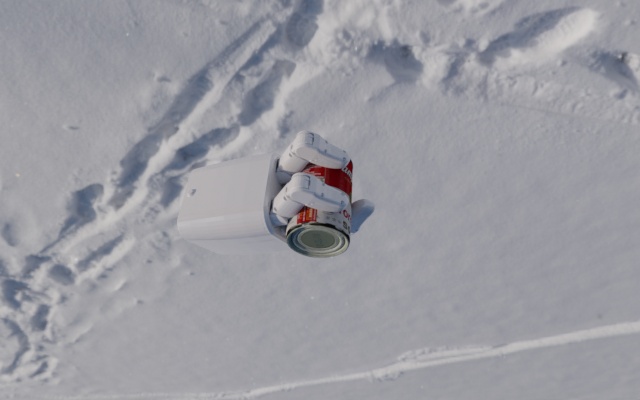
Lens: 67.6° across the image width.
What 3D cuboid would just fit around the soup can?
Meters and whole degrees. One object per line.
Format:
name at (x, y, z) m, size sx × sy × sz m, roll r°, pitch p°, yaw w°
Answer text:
soup can at (0.001, 0.002, 0.514) m, size 0.068 × 0.102 × 0.069 m, roll 3°, pitch -35°, yaw 2°
